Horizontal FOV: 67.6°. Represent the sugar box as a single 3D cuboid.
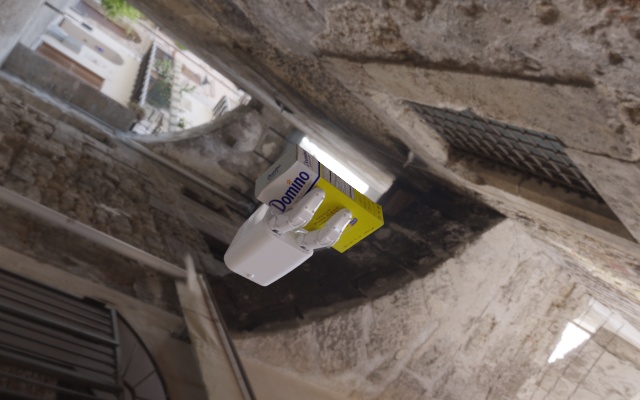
[{"bbox_3d":[0.000,0.003,0.699,0.176,0.048,0.093,32,-56,-30],"label":"sugar box"}]
